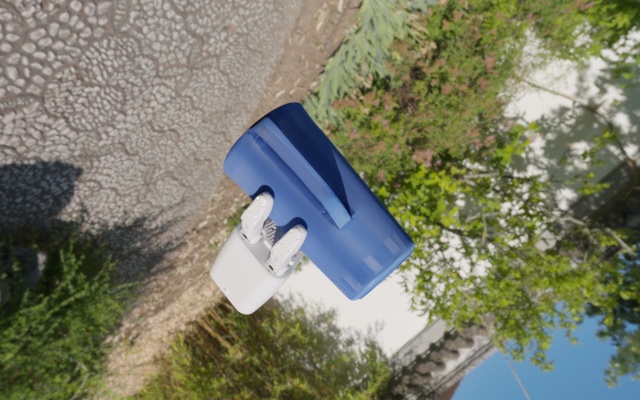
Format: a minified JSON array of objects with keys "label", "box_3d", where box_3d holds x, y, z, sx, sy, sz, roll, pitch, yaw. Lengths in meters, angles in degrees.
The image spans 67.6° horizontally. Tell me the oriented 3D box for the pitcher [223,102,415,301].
[{"label":"pitcher","box_3d":[0.000,0.002,0.595,0.149,0.243,0.145,-30,-15,-51]}]
